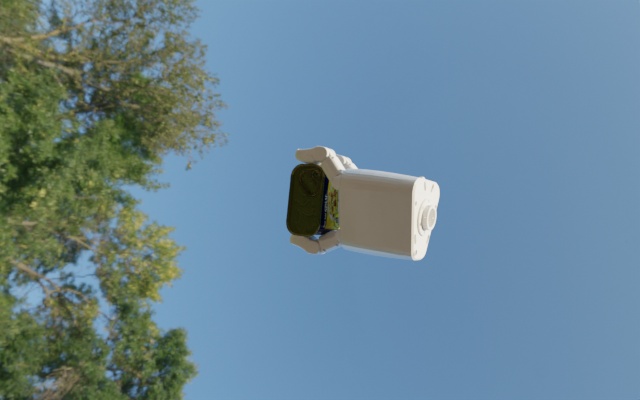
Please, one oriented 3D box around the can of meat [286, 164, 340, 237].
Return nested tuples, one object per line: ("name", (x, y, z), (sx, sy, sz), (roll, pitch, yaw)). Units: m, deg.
("can of meat", (0.000, 0.002, 0.700), (0.057, 0.102, 0.084), (4, -2, 33))
